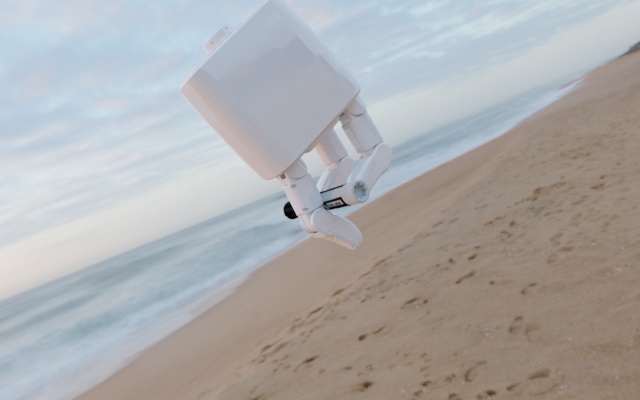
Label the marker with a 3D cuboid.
[{"bbox_3d":[0.000,0.001,0.431,0.020,0.020,0.121,0,-8,-33],"label":"marker"}]
